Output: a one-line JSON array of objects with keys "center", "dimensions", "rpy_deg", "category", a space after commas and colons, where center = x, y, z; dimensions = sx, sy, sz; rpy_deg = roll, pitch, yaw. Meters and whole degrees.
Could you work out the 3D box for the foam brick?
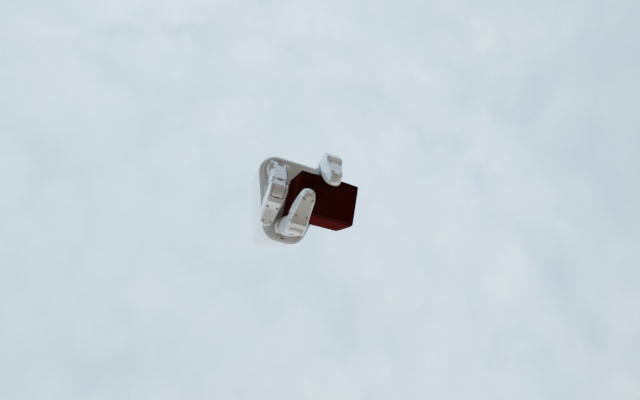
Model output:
[{"center": [0.000, 0.002, 0.598], "dimensions": [0.078, 0.053, 0.051], "rpy_deg": [16, -17, -15], "category": "foam brick"}]
